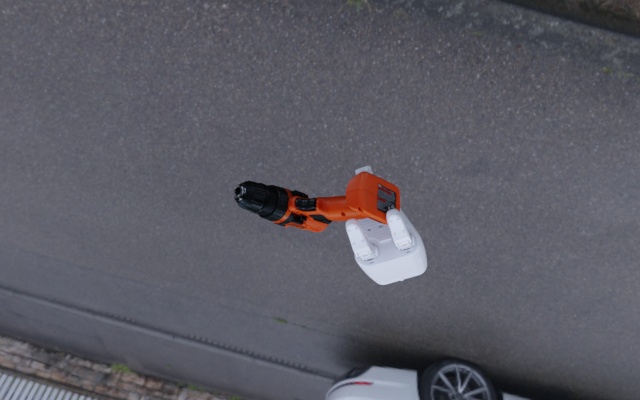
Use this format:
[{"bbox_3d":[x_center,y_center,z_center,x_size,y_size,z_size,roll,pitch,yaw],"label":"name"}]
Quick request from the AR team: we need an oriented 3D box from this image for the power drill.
[{"bbox_3d":[0.001,0.002,0.660,0.187,0.057,0.184,-5,-15,38],"label":"power drill"}]
